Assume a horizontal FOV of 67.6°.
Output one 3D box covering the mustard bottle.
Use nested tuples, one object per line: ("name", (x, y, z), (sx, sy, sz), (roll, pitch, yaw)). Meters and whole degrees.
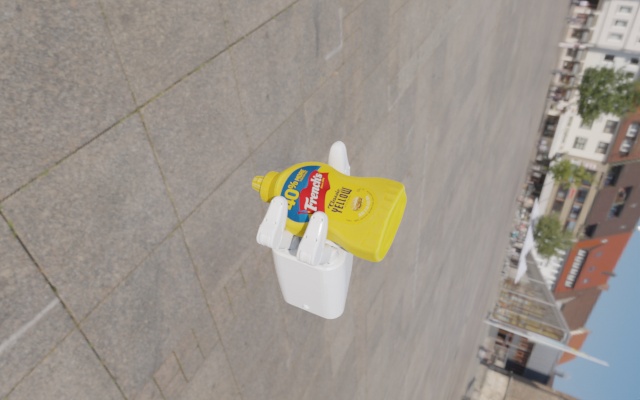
("mustard bottle", (0.000, 0.002, 0.581), (0.191, 0.096, 0.058), (17, -21, 23))
